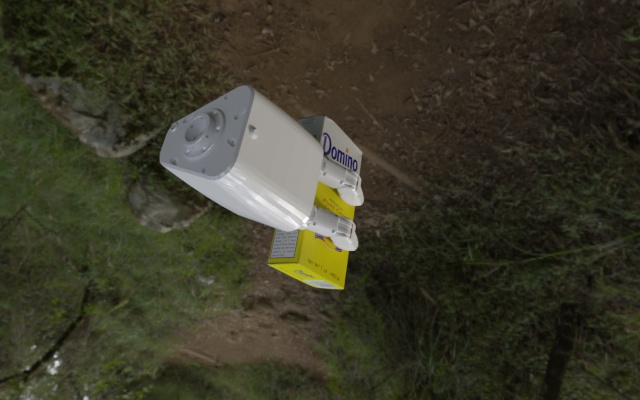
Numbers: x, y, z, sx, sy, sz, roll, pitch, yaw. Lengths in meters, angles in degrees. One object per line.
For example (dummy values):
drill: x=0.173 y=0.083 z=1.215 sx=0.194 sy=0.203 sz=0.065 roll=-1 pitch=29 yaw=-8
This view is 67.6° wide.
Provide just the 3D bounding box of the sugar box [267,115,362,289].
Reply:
sugar box: x=0.000 y=0.002 z=0.534 sx=0.048 sy=0.176 sz=0.093 roll=-4 pitch=-26 yaw=34
